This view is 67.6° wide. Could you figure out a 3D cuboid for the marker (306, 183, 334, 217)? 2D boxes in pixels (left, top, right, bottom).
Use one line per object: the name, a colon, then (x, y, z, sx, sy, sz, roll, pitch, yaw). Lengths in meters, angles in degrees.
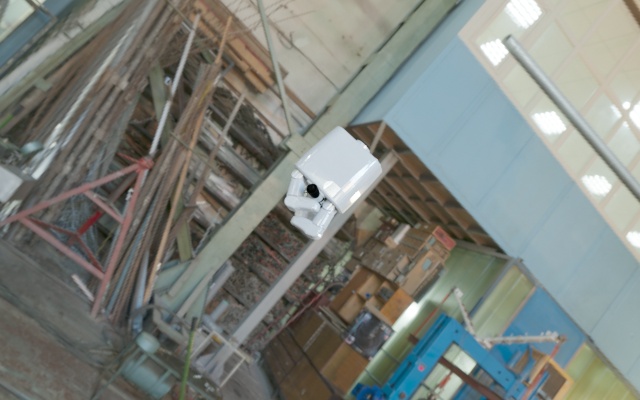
marker: (0.000, 0.003, 0.811, 0.020, 0.020, 0.121, 0, -24, 16)
